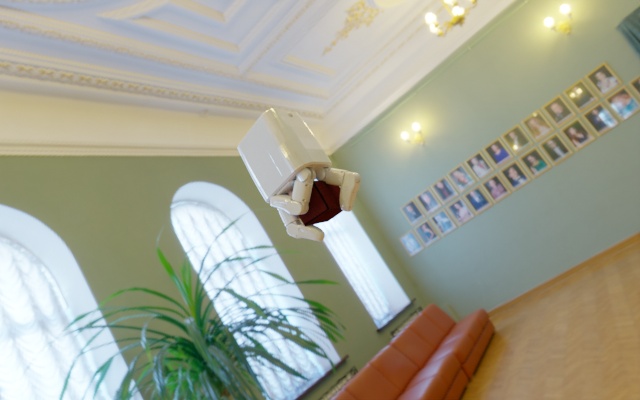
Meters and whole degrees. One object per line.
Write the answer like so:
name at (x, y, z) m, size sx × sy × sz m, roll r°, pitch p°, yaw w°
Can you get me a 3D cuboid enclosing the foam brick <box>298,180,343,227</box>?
foam brick at (0.000, 0.003, 0.745) m, size 0.053 × 0.051 × 0.078 m, roll -36°, pitch -13°, yaw 24°
